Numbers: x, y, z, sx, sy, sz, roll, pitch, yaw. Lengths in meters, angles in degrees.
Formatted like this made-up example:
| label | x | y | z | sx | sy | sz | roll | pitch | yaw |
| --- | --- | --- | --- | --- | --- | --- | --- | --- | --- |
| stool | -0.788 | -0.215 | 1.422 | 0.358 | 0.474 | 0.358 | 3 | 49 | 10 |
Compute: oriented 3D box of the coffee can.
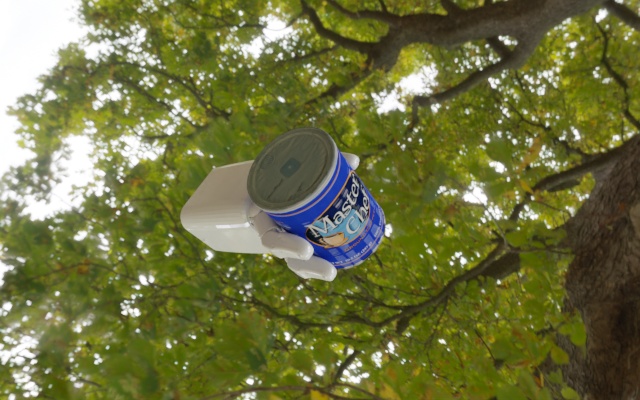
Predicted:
| label | x | y | z | sx | sy | sz | roll | pitch | yaw |
| --- | --- | --- | --- | --- | --- | --- | --- | --- | --- |
| coffee can | 0.000 | 0.002 | 0.530 | 0.103 | 0.102 | 0.140 | 0 | -31 | 32 |
